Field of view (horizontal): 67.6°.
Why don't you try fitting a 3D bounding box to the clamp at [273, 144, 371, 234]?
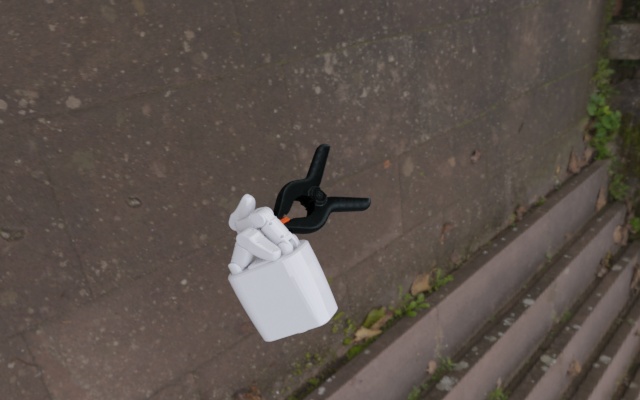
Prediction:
[{"bbox_3d":[0.000,0.002,0.690,0.171,0.120,0.039,-47,0,-35],"label":"clamp"}]
